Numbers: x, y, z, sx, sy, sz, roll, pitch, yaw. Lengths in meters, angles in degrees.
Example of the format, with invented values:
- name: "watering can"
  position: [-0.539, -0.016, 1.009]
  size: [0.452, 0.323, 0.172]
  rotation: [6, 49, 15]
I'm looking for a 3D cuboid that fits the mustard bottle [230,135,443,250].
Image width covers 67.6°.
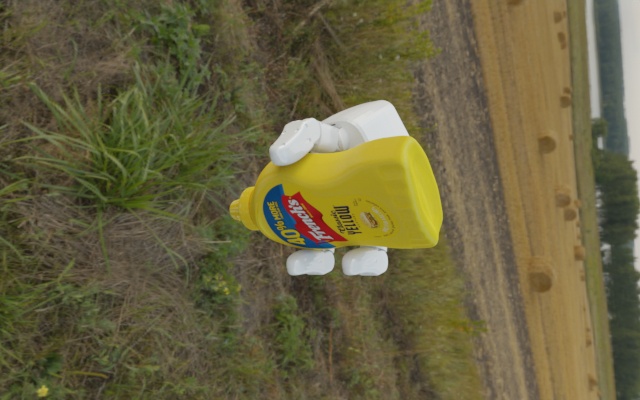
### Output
- name: "mustard bottle"
  position: [0.000, 0.002, 0.413]
  size: [0.191, 0.058, 0.096]
  rotation: [-5, -47, 30]
